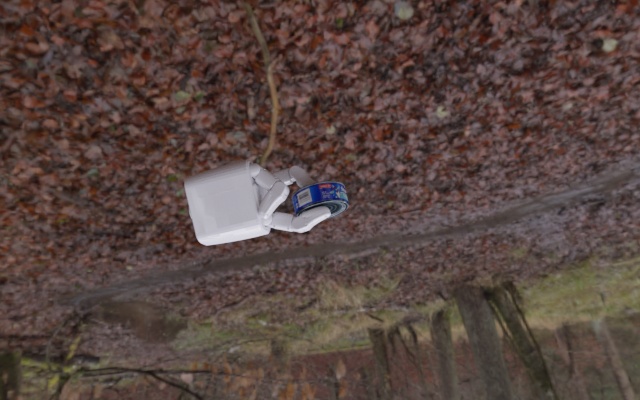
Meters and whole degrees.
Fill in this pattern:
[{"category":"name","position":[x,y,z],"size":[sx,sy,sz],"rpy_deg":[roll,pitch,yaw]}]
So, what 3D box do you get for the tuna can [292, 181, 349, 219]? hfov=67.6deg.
[{"category":"tuna can","position":[0.000,0.003,0.745],"size":[0.086,0.033,0.086],"rpy_deg":[-11,-20,-4]}]
